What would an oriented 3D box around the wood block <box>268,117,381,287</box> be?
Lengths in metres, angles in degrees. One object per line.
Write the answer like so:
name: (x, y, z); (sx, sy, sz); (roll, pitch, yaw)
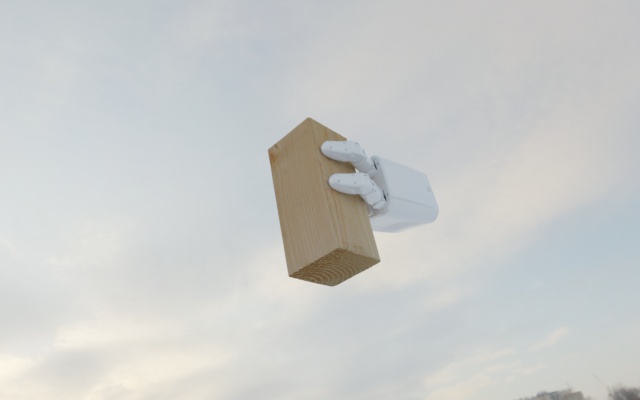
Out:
wood block: (0.000, 0.002, 0.662); (0.091, 0.206, 0.090); (-34, -38, 31)
